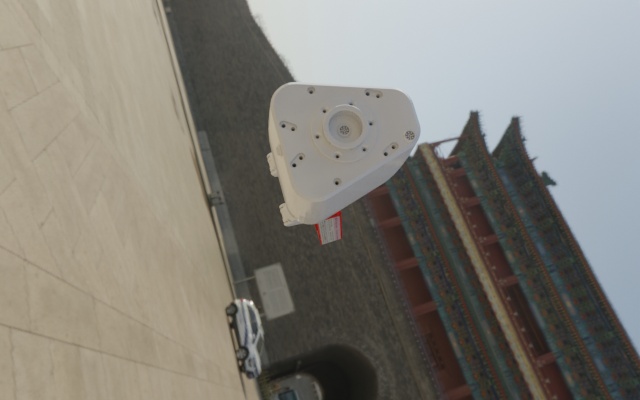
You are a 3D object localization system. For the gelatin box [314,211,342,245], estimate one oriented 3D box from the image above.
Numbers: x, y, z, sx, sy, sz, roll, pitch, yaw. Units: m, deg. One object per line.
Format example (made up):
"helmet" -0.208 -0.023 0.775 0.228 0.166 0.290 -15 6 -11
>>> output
"gelatin box" 0.001 0.002 0.538 0.030 0.073 0.089 -17 -21 -2
